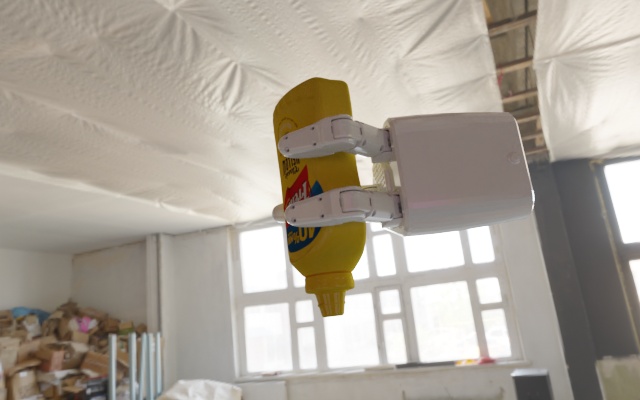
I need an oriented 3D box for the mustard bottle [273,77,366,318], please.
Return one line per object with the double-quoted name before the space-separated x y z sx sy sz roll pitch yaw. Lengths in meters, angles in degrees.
"mustard bottle" 0.000 0.001 0.408 0.058 0.191 0.096 1 -16 -29
